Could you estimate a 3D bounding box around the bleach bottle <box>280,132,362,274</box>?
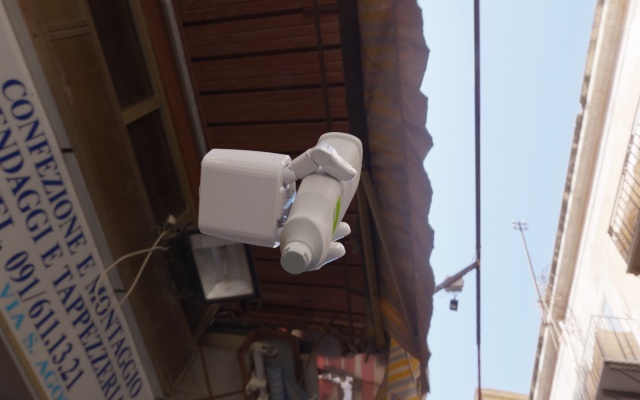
[{"bbox_3d":[0.000,0.002,0.600,0.068,0.103,0.250,8,28,10],"label":"bleach bottle"}]
